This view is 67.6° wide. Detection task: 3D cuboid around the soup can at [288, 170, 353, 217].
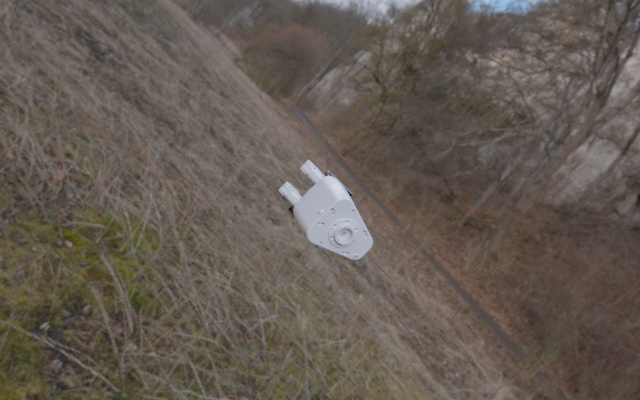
[{"bbox_3d":[0.000,0.003,0.870,0.068,0.102,0.068,44,5,-5],"label":"soup can"}]
